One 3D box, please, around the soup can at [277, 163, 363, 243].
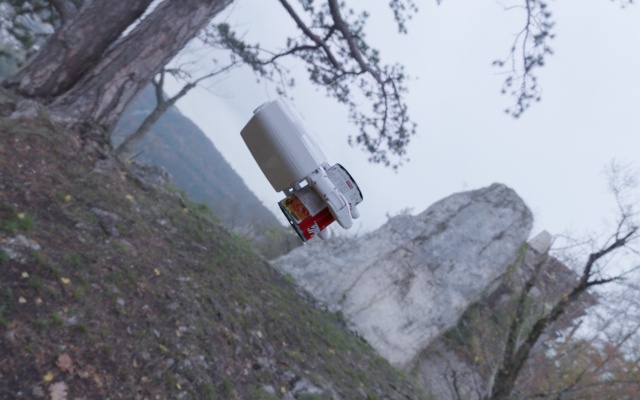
[{"bbox_3d":[0.001,0.002,0.668,0.102,0.068,0.068,-35,6,-8],"label":"soup can"}]
